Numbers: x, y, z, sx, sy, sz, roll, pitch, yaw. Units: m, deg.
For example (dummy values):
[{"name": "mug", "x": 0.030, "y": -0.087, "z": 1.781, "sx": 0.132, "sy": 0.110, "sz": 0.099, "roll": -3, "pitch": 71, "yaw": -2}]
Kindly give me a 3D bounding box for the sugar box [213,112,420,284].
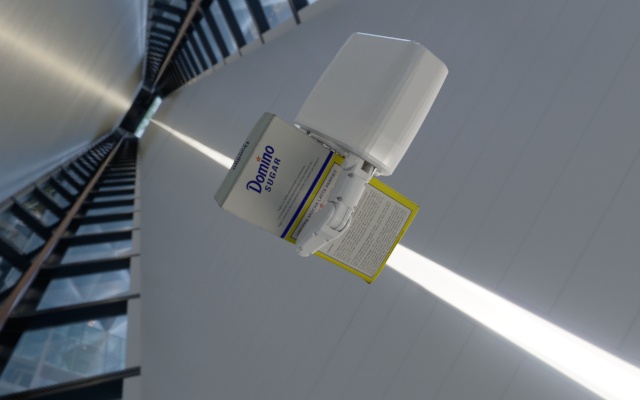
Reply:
[{"name": "sugar box", "x": 0.000, "y": 0.001, "z": 0.450, "sx": 0.176, "sy": 0.093, "sz": 0.048, "roll": 31, "pitch": 1, "yaw": -24}]
